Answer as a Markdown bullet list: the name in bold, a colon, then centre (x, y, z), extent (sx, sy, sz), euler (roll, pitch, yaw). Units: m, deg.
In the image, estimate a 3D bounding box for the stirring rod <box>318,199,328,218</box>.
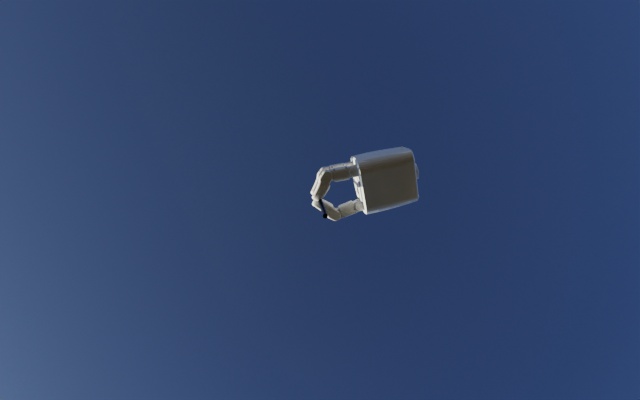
- **stirring rod**: centre (0.000, 0.003, 0.865), extent (0.011, 0.011, 0.239), euler (0, 10, -4)
